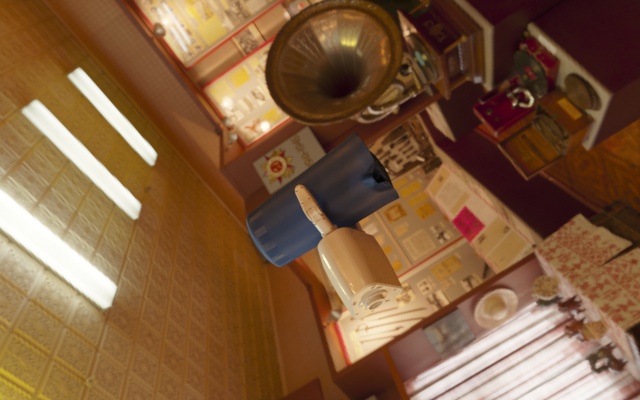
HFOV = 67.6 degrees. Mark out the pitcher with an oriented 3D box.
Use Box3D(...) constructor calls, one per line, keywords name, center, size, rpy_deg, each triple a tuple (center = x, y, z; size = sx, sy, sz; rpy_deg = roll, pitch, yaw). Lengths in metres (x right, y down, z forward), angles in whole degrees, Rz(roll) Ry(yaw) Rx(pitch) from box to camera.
Box3D(name="pitcher", center=(0.000, 0.003, 0.816), size=(0.243, 0.145, 0.149), rpy_deg=(-34, -32, 5))
